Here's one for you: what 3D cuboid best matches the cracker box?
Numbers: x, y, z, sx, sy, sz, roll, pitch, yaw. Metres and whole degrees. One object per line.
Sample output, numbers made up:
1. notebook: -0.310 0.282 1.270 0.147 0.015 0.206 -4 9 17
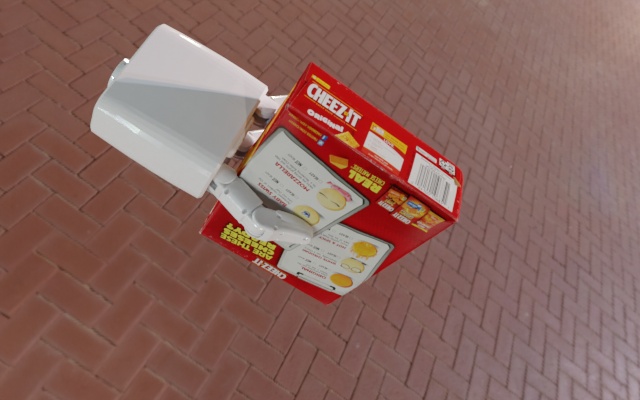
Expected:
1. cracker box: 0.000 0.002 0.453 0.164 0.072 0.214 32 -41 -12
